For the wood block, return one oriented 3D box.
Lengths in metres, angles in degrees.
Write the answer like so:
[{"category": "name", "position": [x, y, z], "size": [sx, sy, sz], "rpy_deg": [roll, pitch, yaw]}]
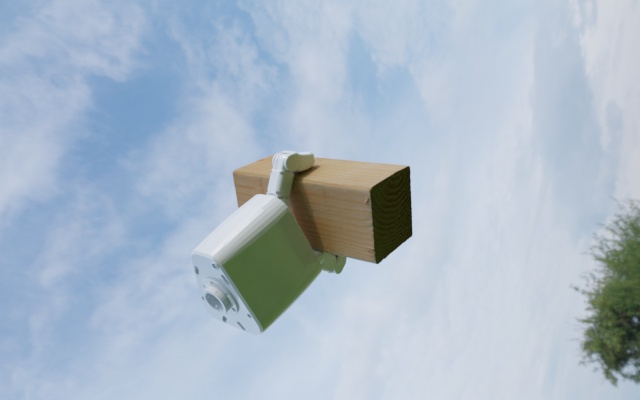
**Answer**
[{"category": "wood block", "position": [0.000, 0.002, 0.588], "size": [0.206, 0.091, 0.090], "rpy_deg": [9, 25, 36]}]
